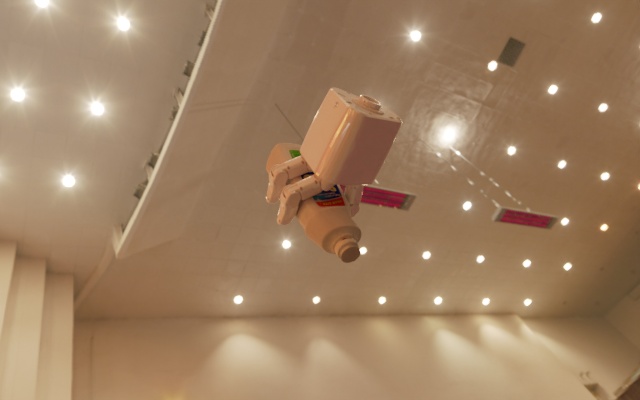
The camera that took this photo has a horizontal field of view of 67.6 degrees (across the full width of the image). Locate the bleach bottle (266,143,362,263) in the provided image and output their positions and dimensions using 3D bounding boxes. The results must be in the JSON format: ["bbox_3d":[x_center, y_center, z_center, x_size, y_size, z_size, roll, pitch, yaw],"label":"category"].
[{"bbox_3d":[0.000,0.002,0.714,0.102,0.068,0.250,10,29,-32],"label":"bleach bottle"}]
